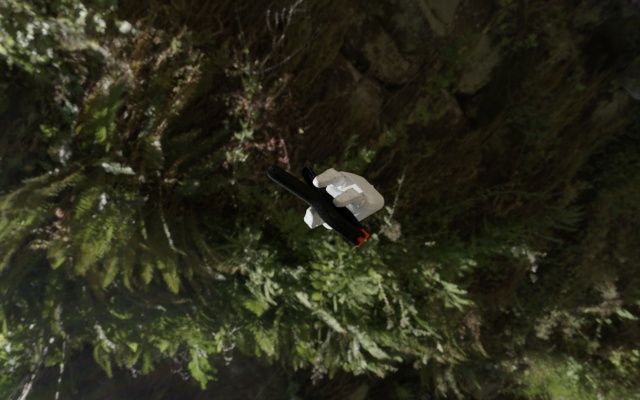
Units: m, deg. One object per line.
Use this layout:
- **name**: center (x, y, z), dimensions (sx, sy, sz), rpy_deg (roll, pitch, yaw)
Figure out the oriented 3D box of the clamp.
- **clamp**: center (0.000, 0.004, 0.876), dimensions (0.210, 0.036, 0.164), rpy_deg (46, 19, 20)
